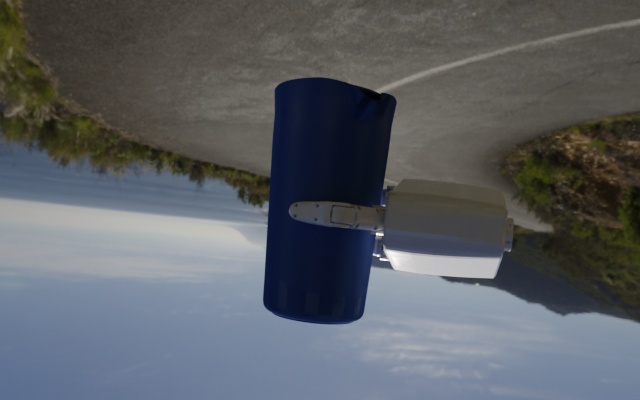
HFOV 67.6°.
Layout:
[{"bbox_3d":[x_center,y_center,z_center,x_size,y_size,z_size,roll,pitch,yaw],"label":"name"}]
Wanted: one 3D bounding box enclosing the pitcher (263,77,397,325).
[{"bbox_3d":[0.000,0.002,0.523,0.145,0.243,0.149,5,-4,17],"label":"pitcher"}]
